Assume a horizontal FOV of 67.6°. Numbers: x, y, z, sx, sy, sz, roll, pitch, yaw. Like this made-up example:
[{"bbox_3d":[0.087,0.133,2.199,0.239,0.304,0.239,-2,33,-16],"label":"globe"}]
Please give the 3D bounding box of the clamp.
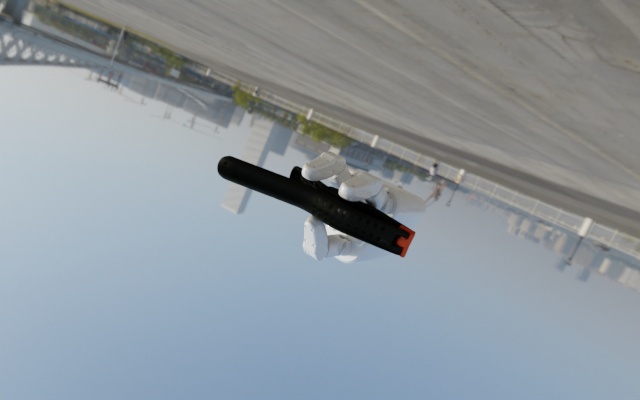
[{"bbox_3d":[0.000,0.003,0.520,0.210,0.036,0.164,29,13,31],"label":"clamp"}]
